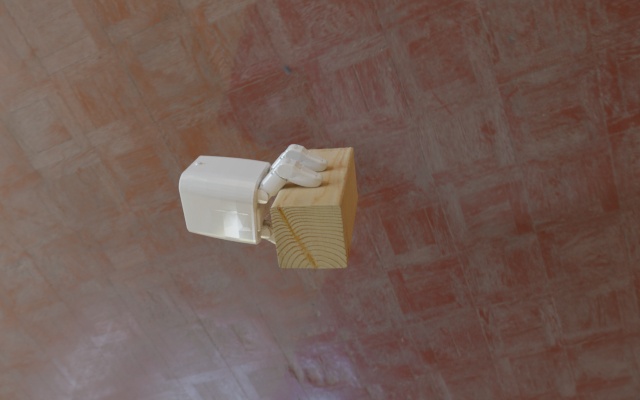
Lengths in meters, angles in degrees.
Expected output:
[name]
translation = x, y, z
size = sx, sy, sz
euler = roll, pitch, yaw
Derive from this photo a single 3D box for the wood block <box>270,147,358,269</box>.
[wood block]
translation = 0.000, 0.003, 0.678
size = 0.090, 0.091, 0.206
euler = -2, 25, 10
